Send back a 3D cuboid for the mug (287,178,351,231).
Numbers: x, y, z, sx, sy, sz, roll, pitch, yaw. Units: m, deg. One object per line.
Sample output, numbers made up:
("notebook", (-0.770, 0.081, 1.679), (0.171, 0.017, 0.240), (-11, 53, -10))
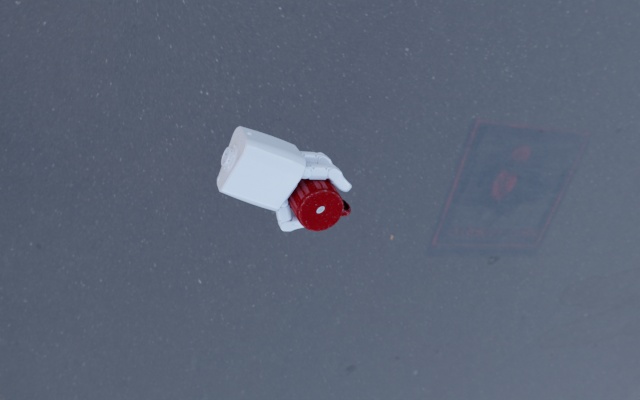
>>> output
("mug", (0.001, 0.003, 0.822), (0.117, 0.093, 0.081), (18, 21, -27))
